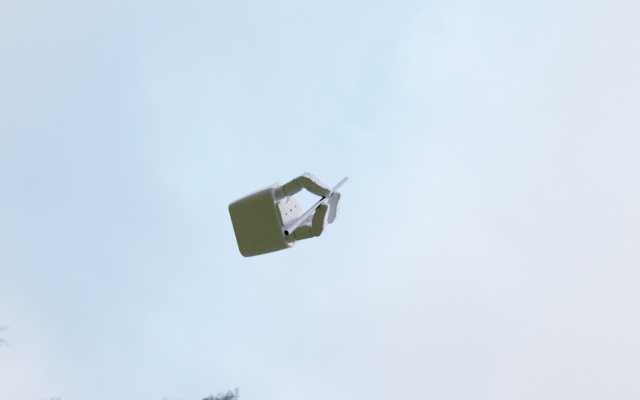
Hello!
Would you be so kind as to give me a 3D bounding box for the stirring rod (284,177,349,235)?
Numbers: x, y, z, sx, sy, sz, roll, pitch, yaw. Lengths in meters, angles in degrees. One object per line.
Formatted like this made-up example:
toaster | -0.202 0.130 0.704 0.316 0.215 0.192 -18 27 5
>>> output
stirring rod | 0.000 0.003 0.768 0.011 0.011 0.239 0 21 25
